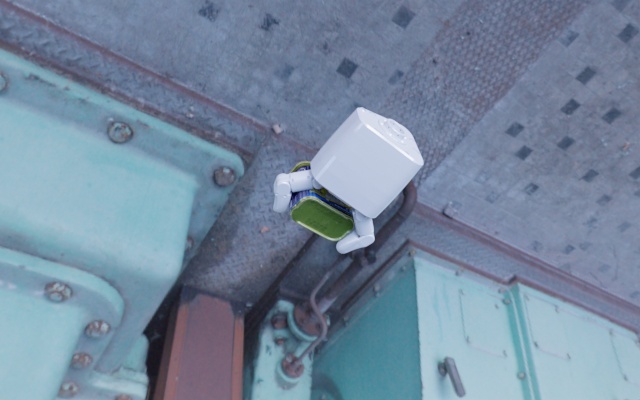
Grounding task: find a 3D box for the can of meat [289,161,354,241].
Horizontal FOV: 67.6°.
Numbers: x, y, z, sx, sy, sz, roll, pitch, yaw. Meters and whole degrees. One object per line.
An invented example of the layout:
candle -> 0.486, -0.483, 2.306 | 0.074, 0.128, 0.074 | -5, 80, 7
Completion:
can of meat -> 0.000, 0.003, 0.705 | 0.102, 0.083, 0.057 | 29, -59, -27
